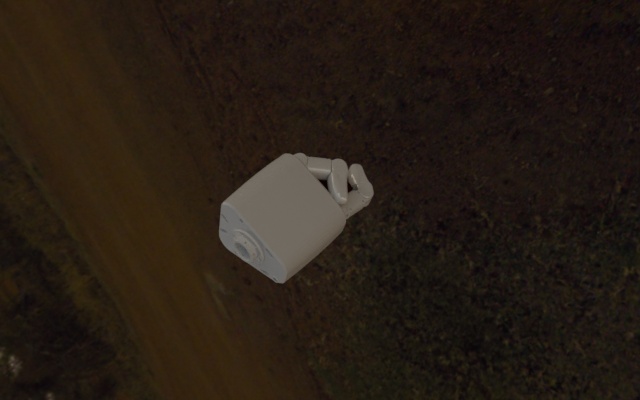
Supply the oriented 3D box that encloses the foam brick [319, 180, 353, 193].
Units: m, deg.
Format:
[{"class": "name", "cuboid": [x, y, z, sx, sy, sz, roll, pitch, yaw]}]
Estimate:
[{"class": "foam brick", "cuboid": [0.000, 0.002, 0.633, 0.051, 0.053, 0.078, -42, -17, -34]}]
